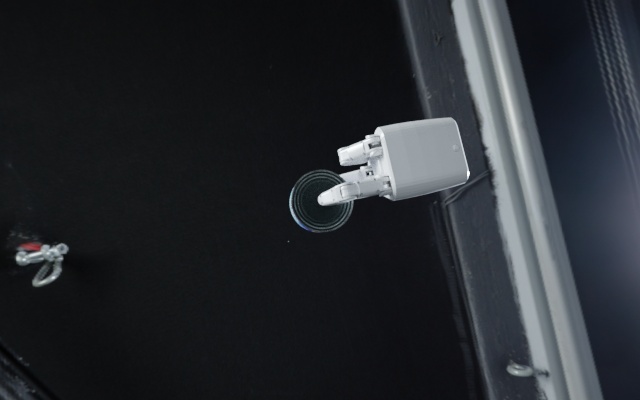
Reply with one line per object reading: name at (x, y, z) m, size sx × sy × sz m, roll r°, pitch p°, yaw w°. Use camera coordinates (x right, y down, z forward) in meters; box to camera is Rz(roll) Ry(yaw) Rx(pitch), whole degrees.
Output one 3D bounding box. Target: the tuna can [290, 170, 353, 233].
tuna can at (0.000, 0.002, 0.665) m, size 0.086 × 0.086 × 0.034 m, roll 0°, pitch -6°, yaw -9°
